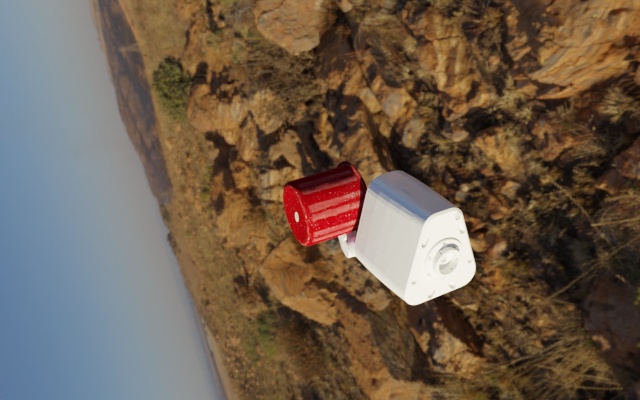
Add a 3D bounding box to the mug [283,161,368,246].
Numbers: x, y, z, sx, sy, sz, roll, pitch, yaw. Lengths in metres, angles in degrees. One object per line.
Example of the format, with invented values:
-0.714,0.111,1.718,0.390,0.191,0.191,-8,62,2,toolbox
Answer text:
-0.001,0.001,0.597,0.081,0.093,0.117,-17,29,-20,mug
